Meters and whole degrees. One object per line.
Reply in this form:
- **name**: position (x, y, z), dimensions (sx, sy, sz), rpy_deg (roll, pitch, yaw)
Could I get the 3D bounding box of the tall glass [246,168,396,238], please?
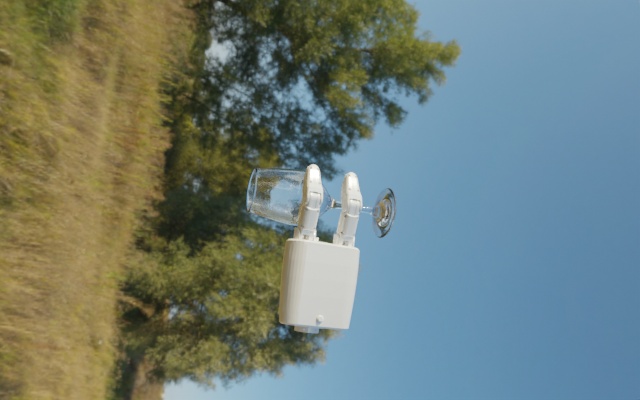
- **tall glass**: position (0.001, 0.002, 0.671), dimensions (0.201, 0.079, 0.079), rpy_deg (10, -3, -17)
